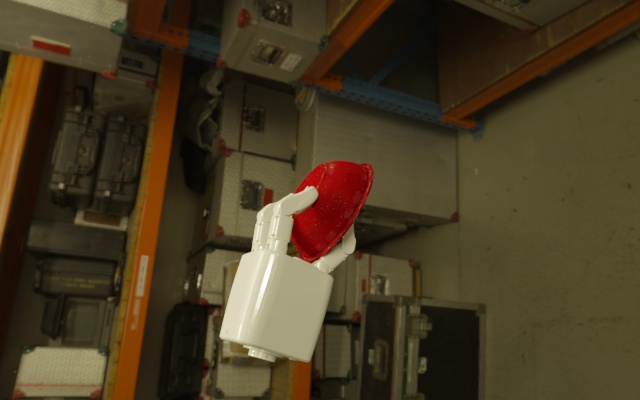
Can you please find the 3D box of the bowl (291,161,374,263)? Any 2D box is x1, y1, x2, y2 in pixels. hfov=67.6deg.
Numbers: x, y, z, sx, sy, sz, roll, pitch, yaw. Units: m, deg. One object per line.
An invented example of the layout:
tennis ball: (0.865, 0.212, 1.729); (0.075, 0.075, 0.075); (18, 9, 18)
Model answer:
bowl: (0.000, 0.001, 0.649); (0.055, 0.162, 0.162); (35, -11, -15)
